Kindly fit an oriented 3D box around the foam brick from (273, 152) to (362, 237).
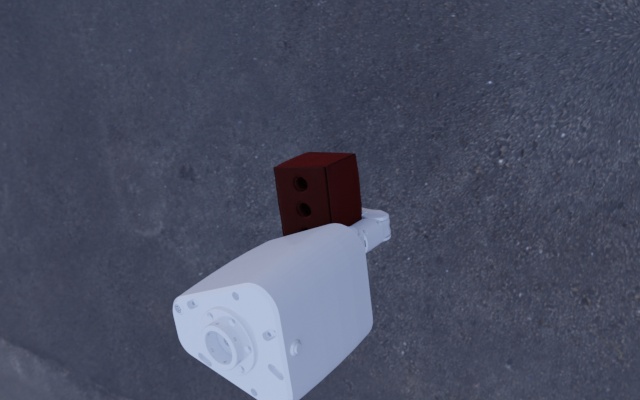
[{"bbox_3d":[0.000,0.001,0.408,0.053,0.078,0.051,3,18,35],"label":"foam brick"}]
